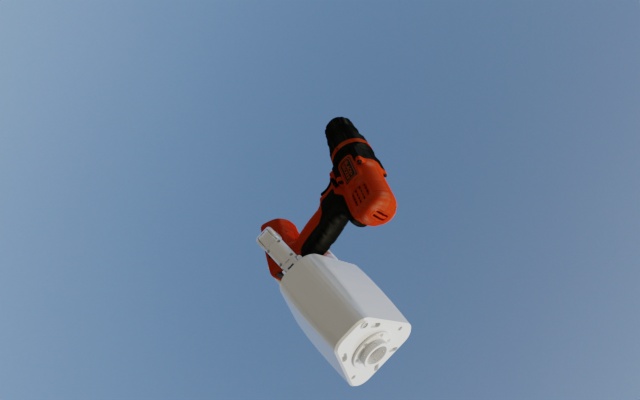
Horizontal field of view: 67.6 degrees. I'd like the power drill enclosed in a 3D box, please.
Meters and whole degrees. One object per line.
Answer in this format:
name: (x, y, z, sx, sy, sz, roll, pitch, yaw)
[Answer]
power drill: (0.000, 0.002, 0.599, 0.057, 0.188, 0.184, 25, 29, -32)
